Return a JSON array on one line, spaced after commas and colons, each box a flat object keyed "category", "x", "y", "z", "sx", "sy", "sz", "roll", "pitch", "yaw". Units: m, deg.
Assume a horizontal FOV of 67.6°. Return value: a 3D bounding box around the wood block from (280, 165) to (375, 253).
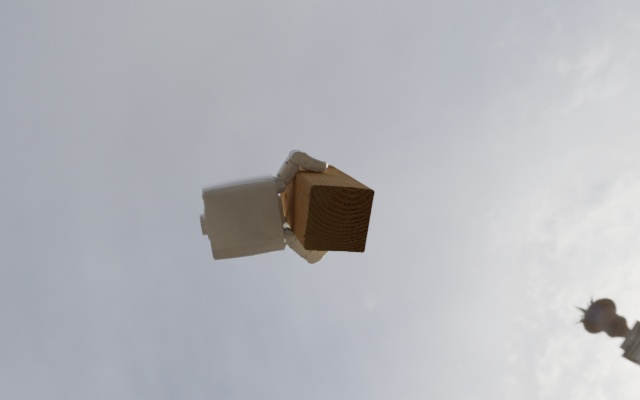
[{"category": "wood block", "x": 0.000, "y": 0.002, "z": 0.727, "sx": 0.090, "sy": 0.091, "sz": 0.206, "roll": 4, "pitch": 12, "yaw": -16}]
